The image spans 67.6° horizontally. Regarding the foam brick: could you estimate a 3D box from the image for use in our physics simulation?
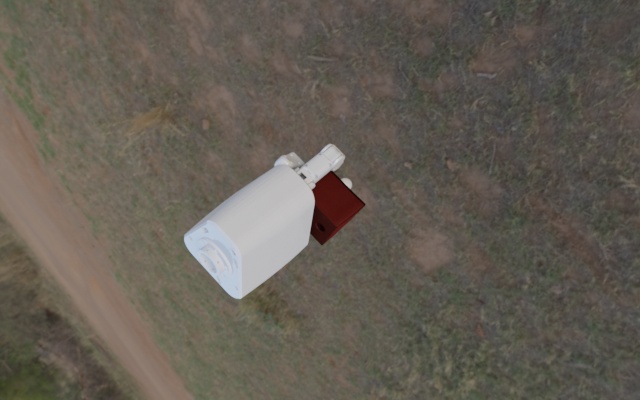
[{"bbox_3d":[0.000,0.002,0.547,0.051,0.078,0.053,-40,-8,-34],"label":"foam brick"}]
